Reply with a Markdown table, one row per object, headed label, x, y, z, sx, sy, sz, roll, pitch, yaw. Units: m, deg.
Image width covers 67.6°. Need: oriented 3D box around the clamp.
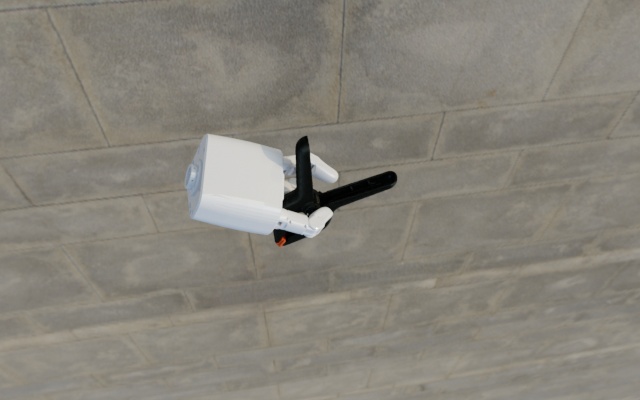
| label | x | y | z | sx | sy | sz | roll | pitch | yaw |
| --- | --- | --- | --- | --- | --- | --- | --- | --- | --- |
| clamp | 0.000 | 0.003 | 0.696 | 0.164 | 0.036 | 0.210 | 14 | -45 | -25 |
